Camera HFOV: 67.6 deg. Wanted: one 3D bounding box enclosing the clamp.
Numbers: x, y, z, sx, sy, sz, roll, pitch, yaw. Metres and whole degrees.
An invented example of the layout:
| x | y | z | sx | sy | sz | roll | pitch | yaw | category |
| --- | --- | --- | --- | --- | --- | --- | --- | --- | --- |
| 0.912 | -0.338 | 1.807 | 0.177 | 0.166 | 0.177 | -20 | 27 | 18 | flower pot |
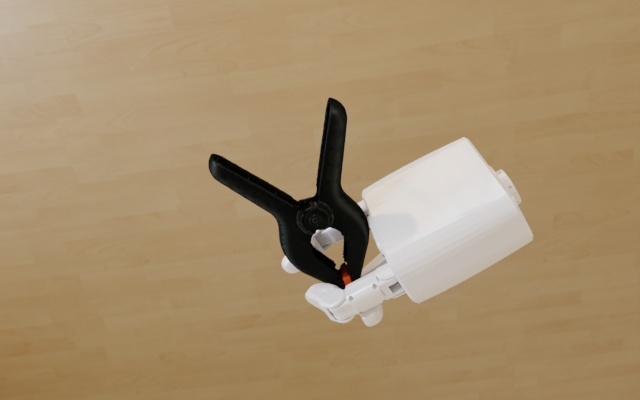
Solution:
| x | y | z | sx | sy | sz | roll | pitch | yaw | category |
| --- | --- | --- | --- | --- | --- | --- | --- | --- | --- |
| 0.000 | 0.002 | 0.409 | 0.120 | 0.171 | 0.039 | -31 | 23 | 13 | clamp |
